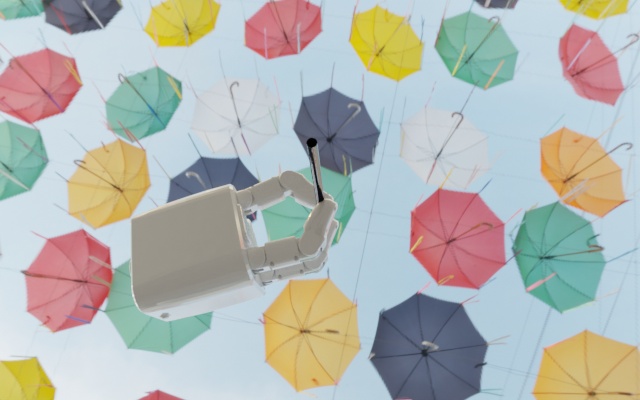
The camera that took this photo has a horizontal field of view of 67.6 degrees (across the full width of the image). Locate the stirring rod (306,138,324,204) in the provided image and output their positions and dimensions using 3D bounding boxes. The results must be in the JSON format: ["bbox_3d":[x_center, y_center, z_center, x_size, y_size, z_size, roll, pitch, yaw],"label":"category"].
[{"bbox_3d":[0.000,0.001,0.457,0.011,0.011,0.240,0,-21,3],"label":"stirring rod"}]
